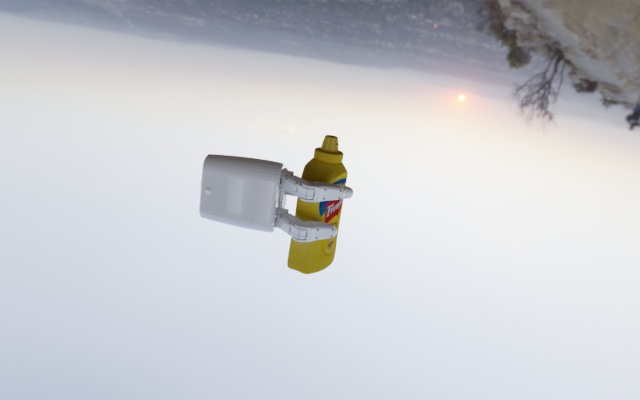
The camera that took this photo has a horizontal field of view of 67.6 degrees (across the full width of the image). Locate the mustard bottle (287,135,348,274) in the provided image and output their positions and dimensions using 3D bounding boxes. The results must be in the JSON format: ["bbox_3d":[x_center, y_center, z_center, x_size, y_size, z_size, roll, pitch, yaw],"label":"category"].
[{"bbox_3d":[0.000,0.003,0.678,0.058,0.192,0.096,17,19,26],"label":"mustard bottle"}]
